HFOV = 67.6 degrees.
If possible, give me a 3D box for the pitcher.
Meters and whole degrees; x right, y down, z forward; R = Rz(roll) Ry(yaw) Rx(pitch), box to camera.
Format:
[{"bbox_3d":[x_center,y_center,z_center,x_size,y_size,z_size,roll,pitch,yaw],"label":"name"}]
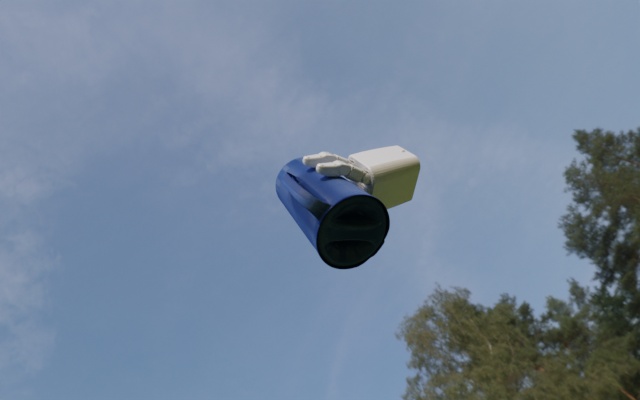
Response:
[{"bbox_3d":[0.000,0.003,0.849,0.145,0.149,0.242,-16,29,-20],"label":"pitcher"}]
